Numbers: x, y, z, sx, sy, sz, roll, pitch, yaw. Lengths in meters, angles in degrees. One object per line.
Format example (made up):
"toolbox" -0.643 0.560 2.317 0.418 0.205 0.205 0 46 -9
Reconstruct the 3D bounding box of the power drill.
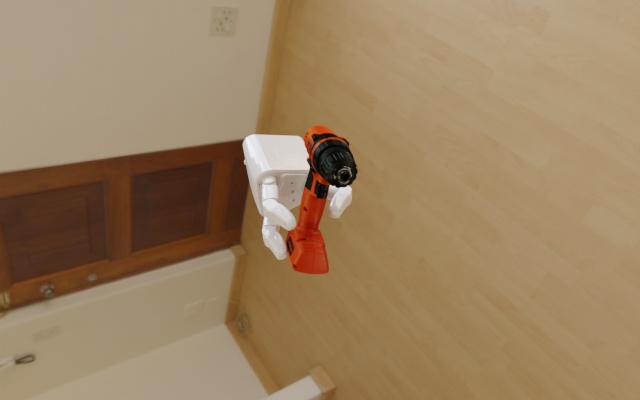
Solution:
"power drill" 0.000 0.002 0.651 0.057 0.188 0.184 9 20 -12
